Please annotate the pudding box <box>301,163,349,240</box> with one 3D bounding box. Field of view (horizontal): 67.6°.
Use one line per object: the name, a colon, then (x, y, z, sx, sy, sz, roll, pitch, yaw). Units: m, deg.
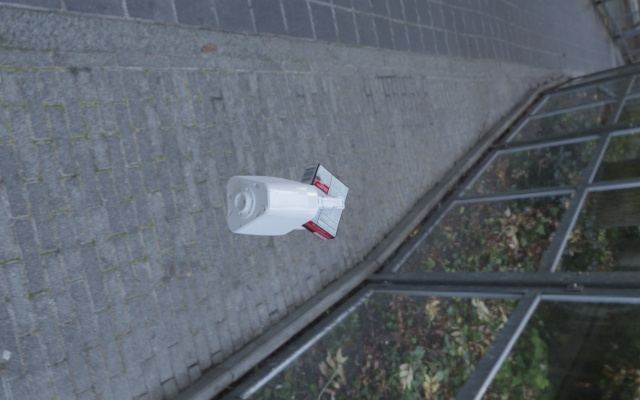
pudding box: (0.000, 0.003, 0.863, 0.039, 0.113, 0.090, -9, -37, 44)
